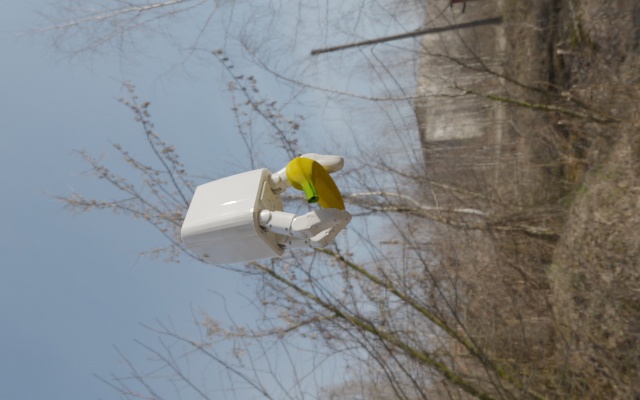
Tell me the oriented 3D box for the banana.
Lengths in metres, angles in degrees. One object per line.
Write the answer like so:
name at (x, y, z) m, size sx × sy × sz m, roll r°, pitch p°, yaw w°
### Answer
banana at (-0.006, -0.016, 0.590) m, size 0.037 × 0.069 × 0.198 m, roll -20°, pitch -10°, yaw 11°
